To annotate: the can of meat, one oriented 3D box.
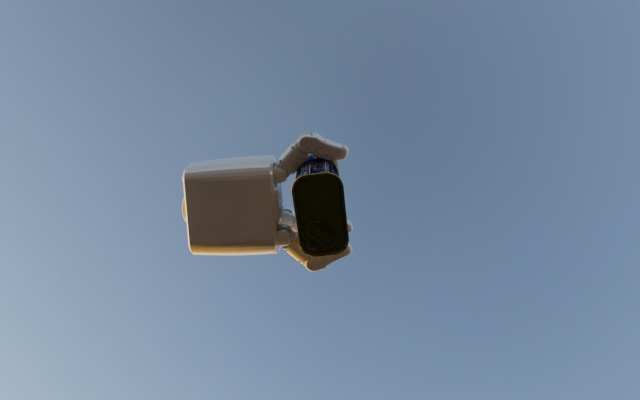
[{"bbox_3d":[0.000,0.002,0.570,0.057,0.102,0.084,-6,23,2],"label":"can of meat"}]
